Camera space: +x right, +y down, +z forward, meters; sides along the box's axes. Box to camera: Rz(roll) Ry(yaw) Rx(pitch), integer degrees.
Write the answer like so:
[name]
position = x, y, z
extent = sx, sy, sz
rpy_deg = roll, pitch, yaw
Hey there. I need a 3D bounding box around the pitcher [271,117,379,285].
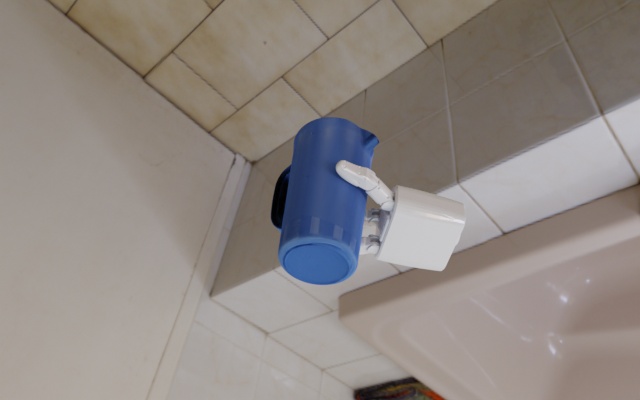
[pitcher]
position = 0.000, 0.002, 0.715
extent = 0.145, 0.242, 0.149
rpy_deg = 14, -43, -5
